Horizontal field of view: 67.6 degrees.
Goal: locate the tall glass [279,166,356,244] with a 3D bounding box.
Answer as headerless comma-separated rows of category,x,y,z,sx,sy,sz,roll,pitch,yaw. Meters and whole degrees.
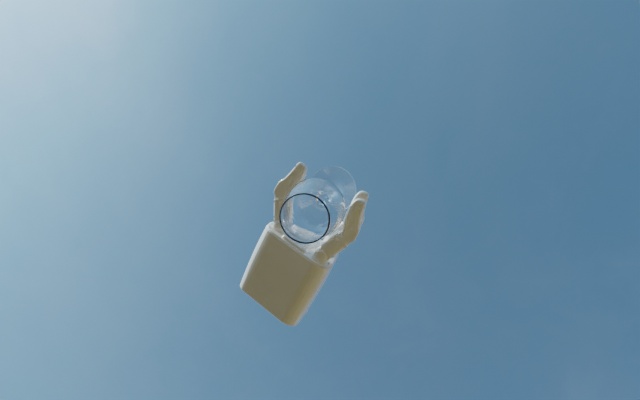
tall glass,0.000,0.002,0.655,0.079,0.079,0.201,0,11,11
